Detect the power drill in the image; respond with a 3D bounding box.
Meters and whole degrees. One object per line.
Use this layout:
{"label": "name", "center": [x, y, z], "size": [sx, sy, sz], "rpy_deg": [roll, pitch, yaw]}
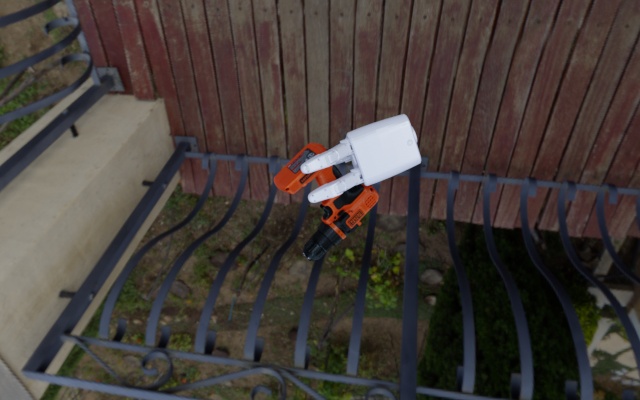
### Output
{"label": "power drill", "center": [0.000, 0.002, 0.865], "size": [0.188, 0.184, 0.057], "rpy_deg": [48, -7, -38]}
